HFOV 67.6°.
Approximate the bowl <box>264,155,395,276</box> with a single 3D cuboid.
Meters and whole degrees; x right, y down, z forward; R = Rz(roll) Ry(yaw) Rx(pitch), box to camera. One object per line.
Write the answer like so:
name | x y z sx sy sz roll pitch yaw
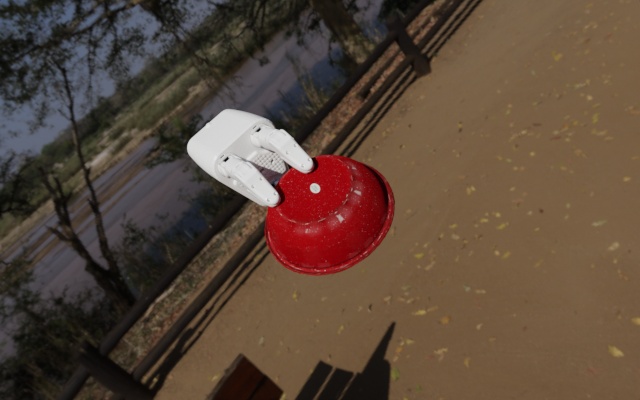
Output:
bowl | 0.001 0.002 0.546 0.162 0.162 0.055 0 -34 23
